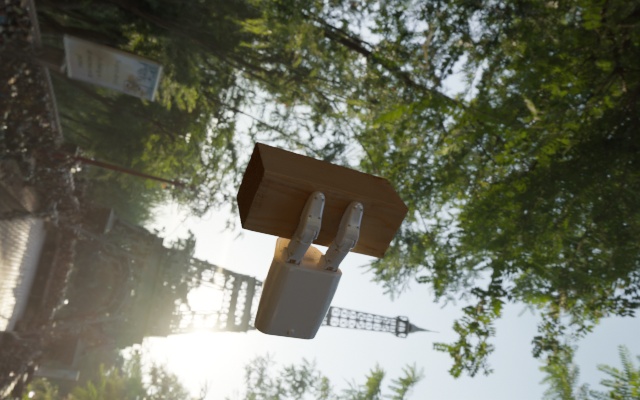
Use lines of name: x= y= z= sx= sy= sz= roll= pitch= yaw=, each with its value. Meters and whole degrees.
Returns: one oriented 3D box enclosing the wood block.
wood block: x=0.000 y=0.002 z=0.653 sx=0.206 sy=0.090 sz=0.090 roll=14 pitch=25 yaw=-23
